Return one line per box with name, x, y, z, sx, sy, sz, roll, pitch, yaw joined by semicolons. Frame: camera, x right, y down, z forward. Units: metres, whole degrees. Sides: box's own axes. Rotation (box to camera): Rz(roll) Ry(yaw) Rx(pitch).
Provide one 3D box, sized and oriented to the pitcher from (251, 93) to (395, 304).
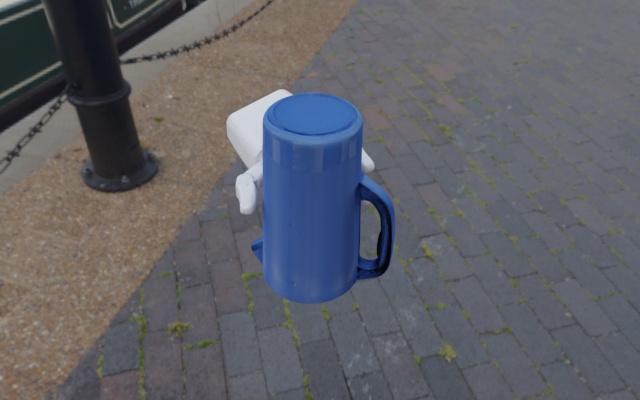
pitcher;0.000;0.002;0.579;0.149;0.243;0.145;-19;44;-23
